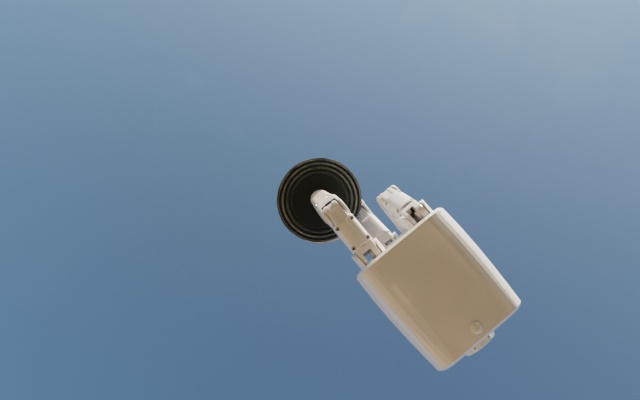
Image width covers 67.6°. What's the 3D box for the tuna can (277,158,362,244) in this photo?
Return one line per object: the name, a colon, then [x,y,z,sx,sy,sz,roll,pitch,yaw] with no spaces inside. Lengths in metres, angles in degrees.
tuna can: [0.000,0.002,0.493,0.086,0.086,0.034,0,-9,6]
